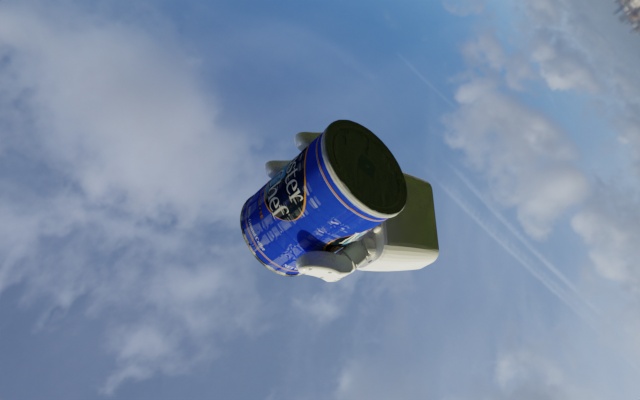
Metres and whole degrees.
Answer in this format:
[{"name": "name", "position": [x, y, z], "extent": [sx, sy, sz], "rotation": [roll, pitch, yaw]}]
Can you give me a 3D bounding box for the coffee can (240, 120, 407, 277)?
[{"name": "coffee can", "position": [0.000, 0.002, 0.477], "extent": [0.103, 0.102, 0.140], "rotation": [0, -29, -46]}]
